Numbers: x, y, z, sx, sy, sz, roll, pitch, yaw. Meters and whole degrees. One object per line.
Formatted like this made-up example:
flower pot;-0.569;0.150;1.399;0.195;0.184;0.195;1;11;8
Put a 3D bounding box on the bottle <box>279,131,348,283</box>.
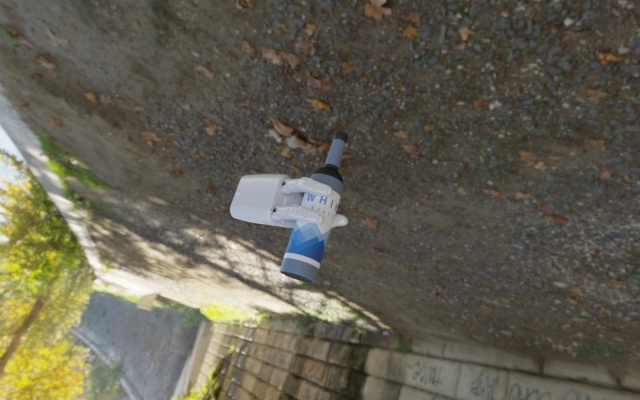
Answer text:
bottle;0.000;0.003;0.894;0.069;0.295;0.069;16;-18;5
